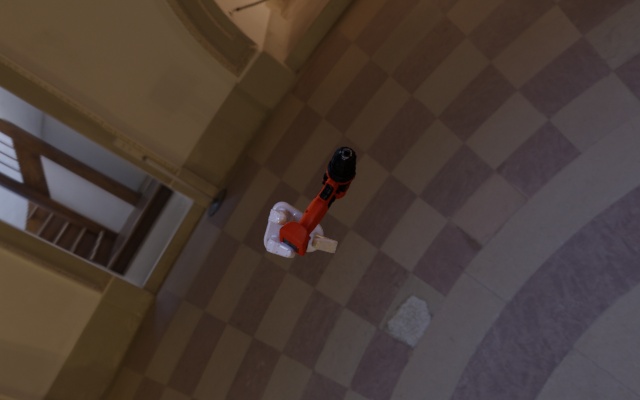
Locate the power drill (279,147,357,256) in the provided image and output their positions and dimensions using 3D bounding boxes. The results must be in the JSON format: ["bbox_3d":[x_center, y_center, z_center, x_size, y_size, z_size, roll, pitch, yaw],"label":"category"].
[{"bbox_3d":[0.000,0.003,0.867,0.057,0.187,0.184,34,-18,9],"label":"power drill"}]
